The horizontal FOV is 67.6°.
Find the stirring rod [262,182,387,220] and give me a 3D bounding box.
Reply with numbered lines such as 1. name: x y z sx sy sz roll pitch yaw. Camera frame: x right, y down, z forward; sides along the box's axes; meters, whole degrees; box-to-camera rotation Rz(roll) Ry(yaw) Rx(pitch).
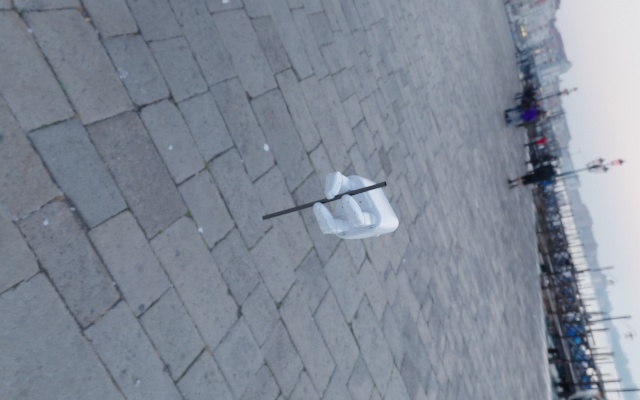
1. stirring rod: 0.000 0.003 0.812 0.239 0.011 0.011 -16 -7 27
